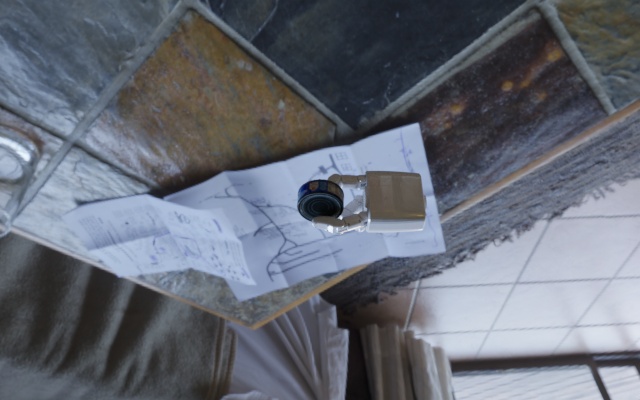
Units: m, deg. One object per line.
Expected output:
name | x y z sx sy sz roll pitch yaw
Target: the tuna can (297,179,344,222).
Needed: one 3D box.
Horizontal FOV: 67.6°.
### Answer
tuna can | 0.000 0.003 0.865 0.086 0.033 0.086 1 -42 1
